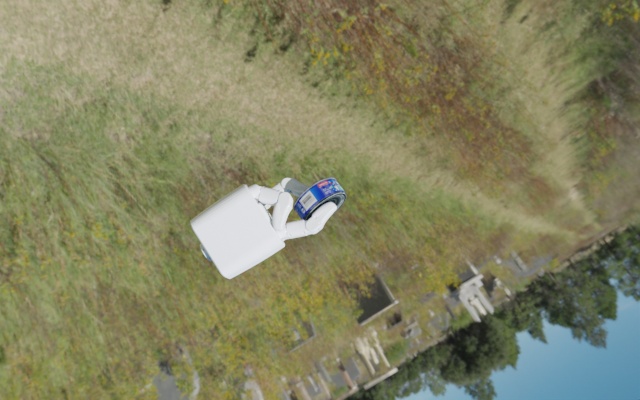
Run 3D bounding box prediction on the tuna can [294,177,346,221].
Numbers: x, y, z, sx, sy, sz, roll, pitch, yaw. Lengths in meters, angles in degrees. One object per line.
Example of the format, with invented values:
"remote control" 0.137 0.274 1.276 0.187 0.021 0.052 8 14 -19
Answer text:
"tuna can" 0.000 0.003 0.788 0.086 0.033 0.086 -32 -21 -14
